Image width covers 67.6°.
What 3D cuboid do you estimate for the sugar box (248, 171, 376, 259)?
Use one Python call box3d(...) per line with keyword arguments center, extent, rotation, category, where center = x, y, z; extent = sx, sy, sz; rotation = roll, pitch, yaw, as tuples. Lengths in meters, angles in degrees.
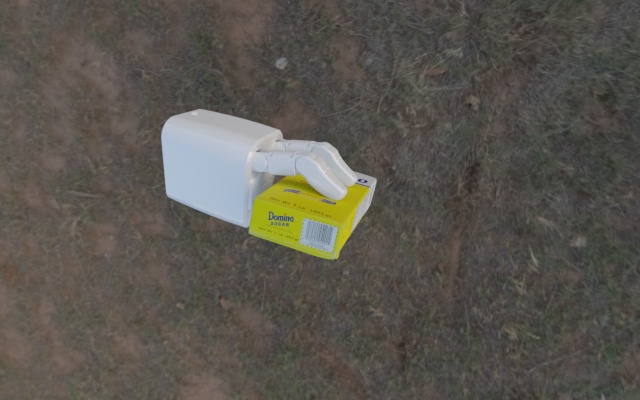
box3d(center=(0.000, 0.001, 0.531), extent=(0.093, 0.048, 0.176), rotation=(17, 23, 11), category="sugar box")
